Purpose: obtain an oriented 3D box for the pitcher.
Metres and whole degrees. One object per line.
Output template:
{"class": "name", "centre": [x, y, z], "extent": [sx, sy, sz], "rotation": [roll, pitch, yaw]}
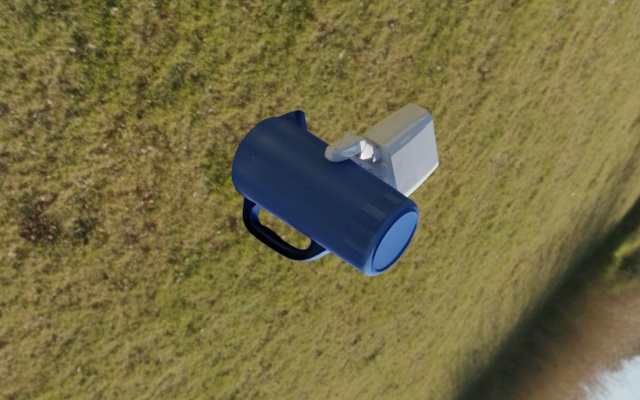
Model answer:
{"class": "pitcher", "centre": [0.000, 0.002, 0.640], "extent": [0.242, 0.149, 0.145], "rotation": [34, 56, 30]}
